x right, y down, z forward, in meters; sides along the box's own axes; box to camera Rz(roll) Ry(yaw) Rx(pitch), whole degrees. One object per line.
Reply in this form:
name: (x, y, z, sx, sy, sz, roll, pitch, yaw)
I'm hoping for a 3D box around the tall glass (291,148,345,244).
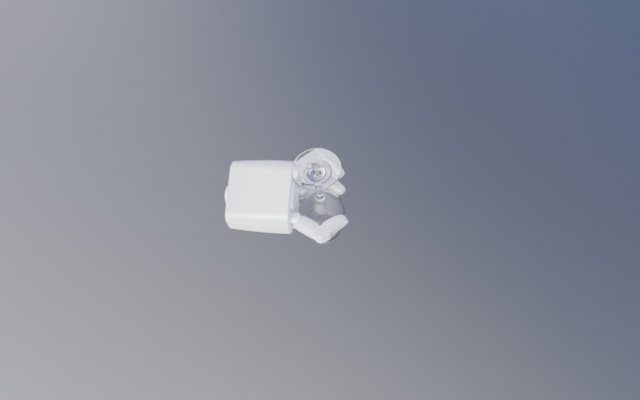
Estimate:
tall glass: (0.000, 0.002, 0.785, 0.079, 0.079, 0.201, 0, -30, 5)
